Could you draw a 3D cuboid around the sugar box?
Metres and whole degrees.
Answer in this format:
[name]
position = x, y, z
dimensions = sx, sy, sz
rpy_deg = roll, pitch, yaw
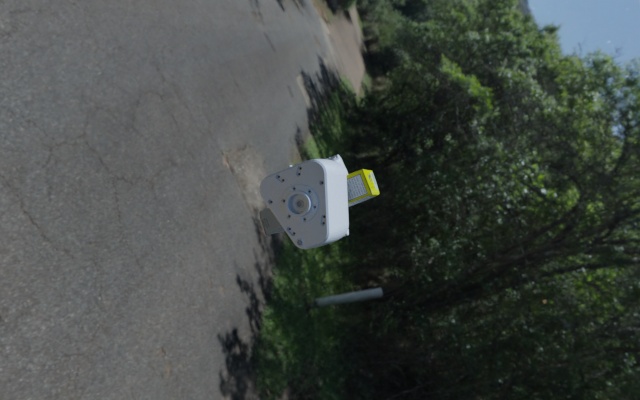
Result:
[sugar box]
position = 0.000, 0.002, 0.747
dimensions = 0.176, 0.048, 0.093
rpy_deg = -19, -4, 14
